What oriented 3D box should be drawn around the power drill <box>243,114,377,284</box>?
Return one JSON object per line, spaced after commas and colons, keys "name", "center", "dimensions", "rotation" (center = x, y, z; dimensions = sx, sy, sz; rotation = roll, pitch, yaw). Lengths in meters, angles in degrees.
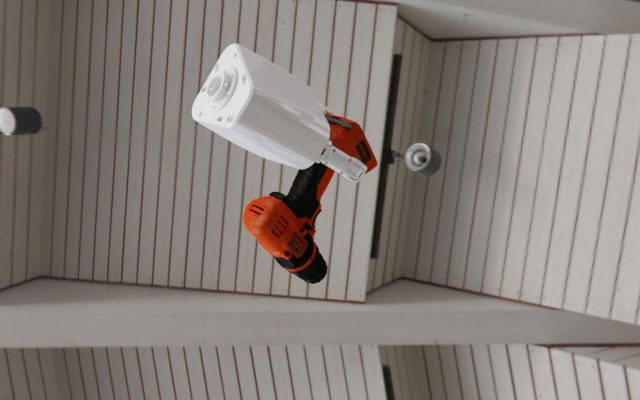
{"name": "power drill", "center": [0.000, 0.001, 0.602], "dimensions": [0.057, 0.187, 0.184], "rotation": [21, -19, 31]}
